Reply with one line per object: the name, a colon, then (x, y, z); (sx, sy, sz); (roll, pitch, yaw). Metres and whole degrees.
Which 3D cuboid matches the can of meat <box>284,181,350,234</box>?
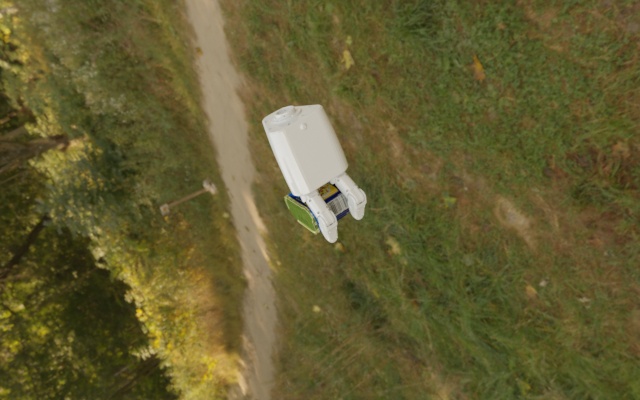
can of meat: (0.000, 0.003, 0.782); (0.084, 0.057, 0.102); (-32, 29, -17)
